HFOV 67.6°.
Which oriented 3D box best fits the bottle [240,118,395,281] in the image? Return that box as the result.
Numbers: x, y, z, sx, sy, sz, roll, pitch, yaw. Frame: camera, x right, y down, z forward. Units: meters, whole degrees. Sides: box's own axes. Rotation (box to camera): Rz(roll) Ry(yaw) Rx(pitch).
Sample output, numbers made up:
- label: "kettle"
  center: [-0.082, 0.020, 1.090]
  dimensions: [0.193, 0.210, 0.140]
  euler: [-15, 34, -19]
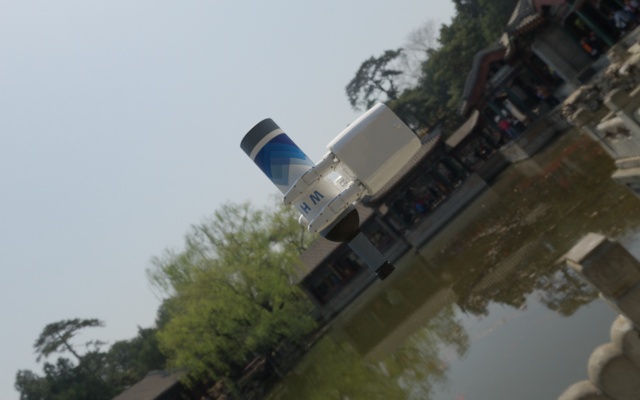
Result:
- label: "bottle"
  center: [0.000, 0.002, 0.718]
  dimensions: [0.069, 0.295, 0.069]
  euler: [-42, -8, -7]
